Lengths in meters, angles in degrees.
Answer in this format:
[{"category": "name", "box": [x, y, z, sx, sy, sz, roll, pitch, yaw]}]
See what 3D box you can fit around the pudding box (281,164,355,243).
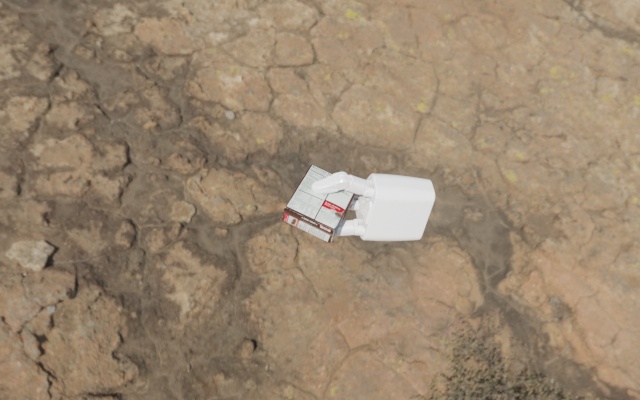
[{"category": "pudding box", "box": [0.000, 0.002, 0.779, 0.090, 0.113, 0.039, 25, -42, 6]}]
